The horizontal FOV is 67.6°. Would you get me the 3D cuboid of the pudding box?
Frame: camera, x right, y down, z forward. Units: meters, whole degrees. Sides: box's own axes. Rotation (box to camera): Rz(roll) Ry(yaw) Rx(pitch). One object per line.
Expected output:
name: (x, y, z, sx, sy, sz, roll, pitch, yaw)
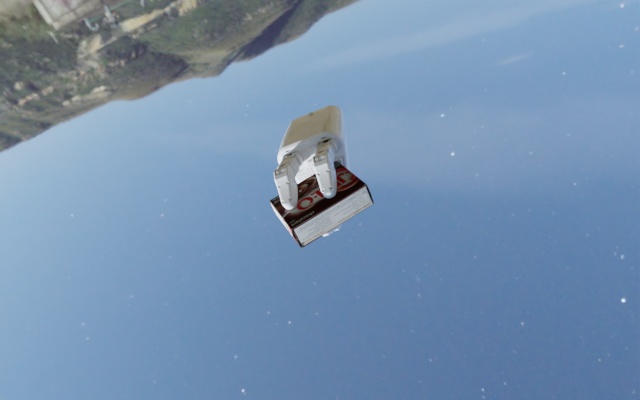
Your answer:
pudding box: (0.000, 0.002, 0.625, 0.113, 0.039, 0.090, -33, 32, -7)
